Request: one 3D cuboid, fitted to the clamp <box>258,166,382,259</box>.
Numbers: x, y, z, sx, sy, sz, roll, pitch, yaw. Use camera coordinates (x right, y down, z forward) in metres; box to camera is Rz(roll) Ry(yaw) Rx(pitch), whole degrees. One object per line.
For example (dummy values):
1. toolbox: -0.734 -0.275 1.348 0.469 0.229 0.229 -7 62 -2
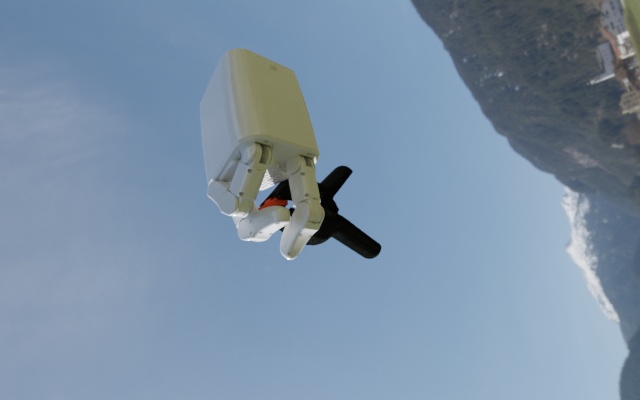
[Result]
1. clamp: 0.000 0.002 0.532 0.039 0.120 0.171 -36 -32 29
